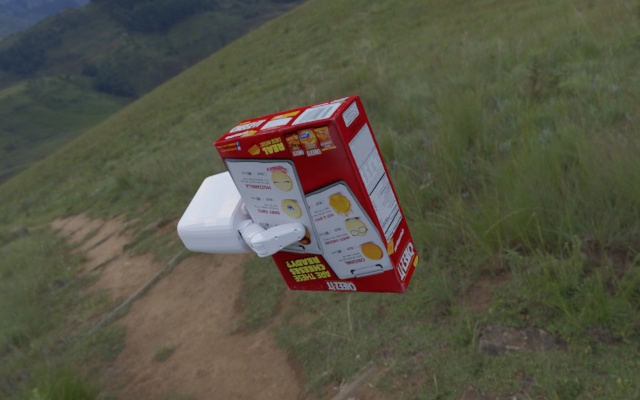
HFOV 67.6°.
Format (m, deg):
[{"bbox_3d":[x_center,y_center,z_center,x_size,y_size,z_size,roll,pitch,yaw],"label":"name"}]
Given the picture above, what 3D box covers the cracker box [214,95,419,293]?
[{"bbox_3d":[0.000,0.002,0.541,0.164,0.214,0.072,-6,31,35],"label":"cracker box"}]
